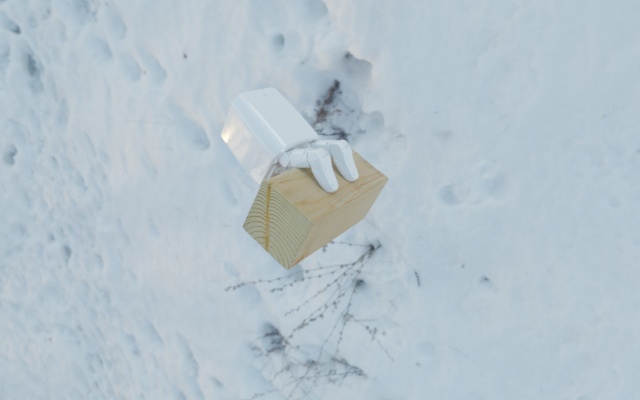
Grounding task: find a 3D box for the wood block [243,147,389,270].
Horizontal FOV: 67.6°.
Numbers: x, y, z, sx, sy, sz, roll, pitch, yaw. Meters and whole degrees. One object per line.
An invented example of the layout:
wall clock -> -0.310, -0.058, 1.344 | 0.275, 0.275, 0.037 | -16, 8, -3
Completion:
wood block -> 0.000, 0.002, 0.687 | 0.090, 0.091, 0.206 | 41, 36, 16
